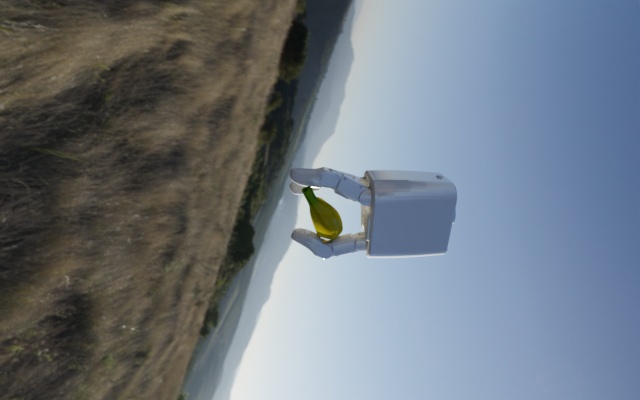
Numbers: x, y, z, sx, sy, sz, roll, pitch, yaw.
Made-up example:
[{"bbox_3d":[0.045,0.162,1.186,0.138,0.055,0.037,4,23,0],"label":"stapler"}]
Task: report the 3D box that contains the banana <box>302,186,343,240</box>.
[{"bbox_3d":[0.006,0.020,0.645,0.037,0.069,0.198,-18,-4,-1],"label":"banana"}]
